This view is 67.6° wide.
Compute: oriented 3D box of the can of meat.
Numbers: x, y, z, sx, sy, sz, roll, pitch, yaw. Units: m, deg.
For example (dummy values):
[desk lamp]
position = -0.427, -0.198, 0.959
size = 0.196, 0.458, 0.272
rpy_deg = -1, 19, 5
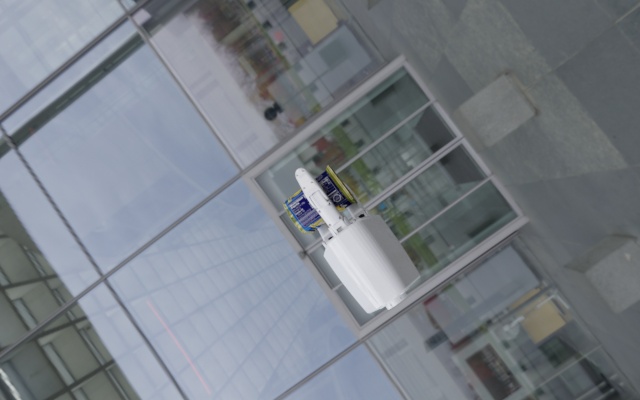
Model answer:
[can of meat]
position = 0.000, 0.002, 0.679
size = 0.084, 0.057, 0.102
rpy_deg = -37, -9, 5
